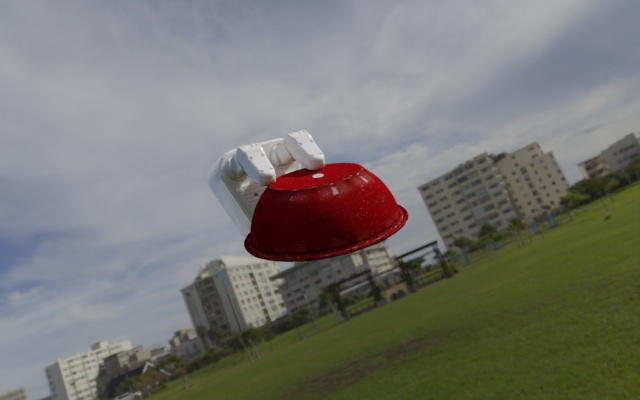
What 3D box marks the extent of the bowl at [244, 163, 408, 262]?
[{"bbox_3d":[0.001,0.001,0.459,0.162,0.055,0.162,-10,16,3],"label":"bowl"}]
